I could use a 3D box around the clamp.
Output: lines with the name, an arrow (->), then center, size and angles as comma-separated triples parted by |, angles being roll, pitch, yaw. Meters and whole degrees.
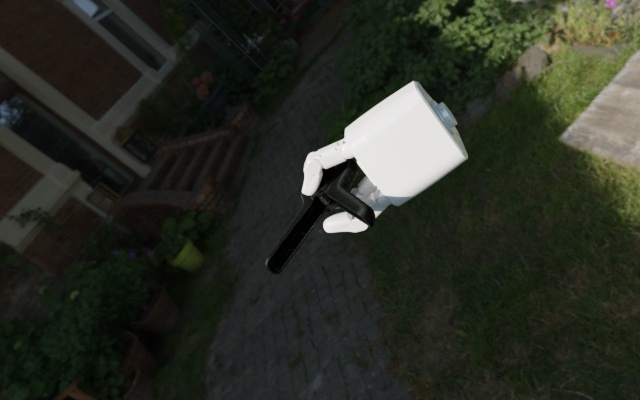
clamp -> 0.000, 0.001, 0.643 | 0.164, 0.036, 0.209 | -32, 27, 23
